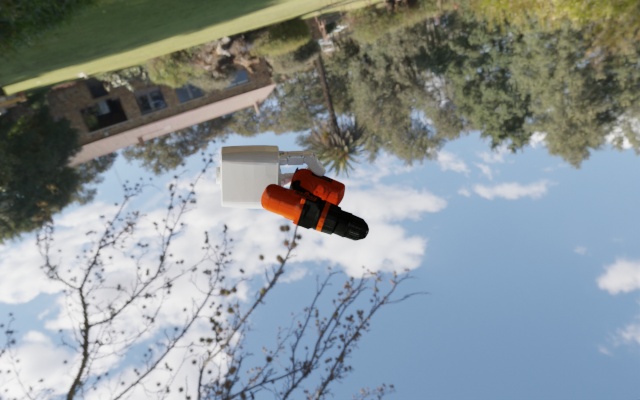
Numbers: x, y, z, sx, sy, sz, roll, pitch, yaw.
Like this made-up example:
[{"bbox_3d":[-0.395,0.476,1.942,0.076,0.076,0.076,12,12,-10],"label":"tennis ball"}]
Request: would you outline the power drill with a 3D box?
[{"bbox_3d":[0.000,0.003,0.846,0.184,0.057,0.187,22,15,1],"label":"power drill"}]
